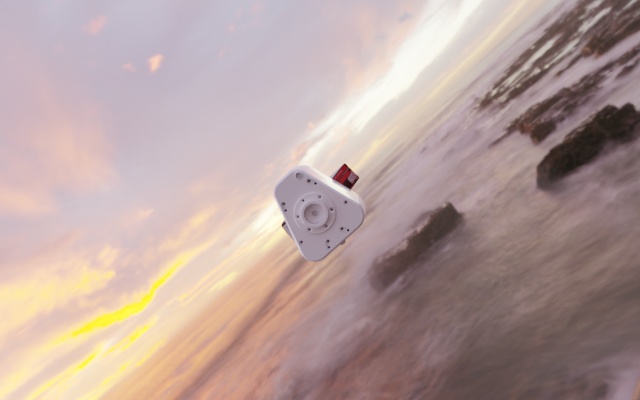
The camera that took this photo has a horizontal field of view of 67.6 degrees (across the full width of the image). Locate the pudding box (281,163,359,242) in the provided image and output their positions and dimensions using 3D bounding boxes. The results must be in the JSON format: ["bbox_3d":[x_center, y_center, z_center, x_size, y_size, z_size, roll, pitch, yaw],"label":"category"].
[{"bbox_3d":[0.000,0.002,0.727,0.113,0.039,0.090,-39,5,33],"label":"pudding box"}]
